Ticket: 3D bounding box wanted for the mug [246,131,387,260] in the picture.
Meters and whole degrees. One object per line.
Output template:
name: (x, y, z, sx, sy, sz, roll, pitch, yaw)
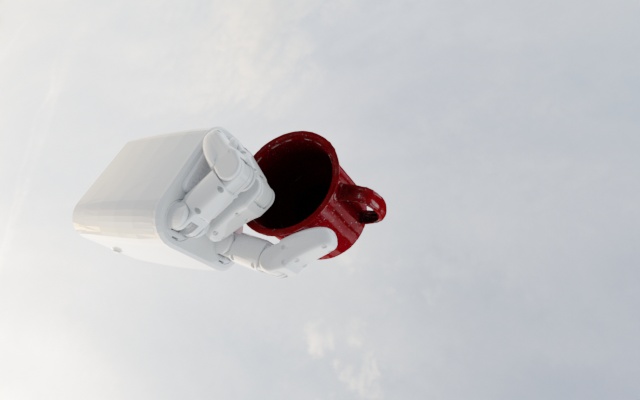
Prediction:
mug: (0.001, 0.001, 0.402, 0.117, 0.093, 0.081, 1, -24, 29)
